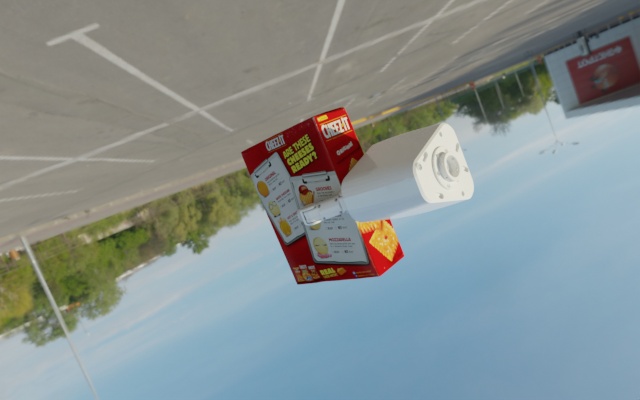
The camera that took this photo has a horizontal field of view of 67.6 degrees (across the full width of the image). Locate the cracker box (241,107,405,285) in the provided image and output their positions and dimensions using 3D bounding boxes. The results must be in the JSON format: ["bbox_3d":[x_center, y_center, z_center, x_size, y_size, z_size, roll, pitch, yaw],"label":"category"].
[{"bbox_3d":[0.000,0.002,0.655,0.164,0.214,0.072,-16,9,46],"label":"cracker box"}]
